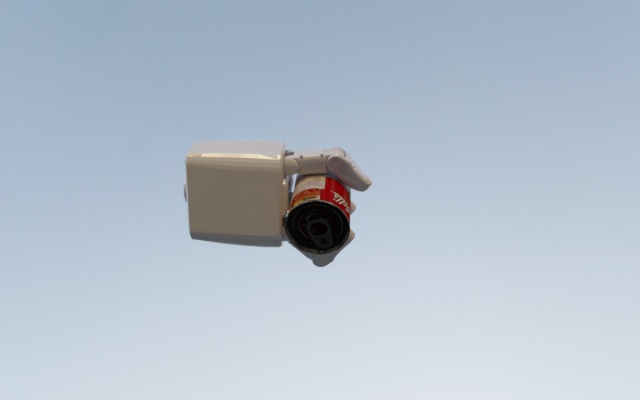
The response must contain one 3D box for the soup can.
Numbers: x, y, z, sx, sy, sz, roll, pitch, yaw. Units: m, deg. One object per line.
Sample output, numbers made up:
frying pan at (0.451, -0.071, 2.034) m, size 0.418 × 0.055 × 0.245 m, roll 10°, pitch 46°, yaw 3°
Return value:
soup can at (0.001, 0.001, 0.531) m, size 0.068 × 0.068 × 0.102 m, roll 0°, pitch 33°, yaw 5°
